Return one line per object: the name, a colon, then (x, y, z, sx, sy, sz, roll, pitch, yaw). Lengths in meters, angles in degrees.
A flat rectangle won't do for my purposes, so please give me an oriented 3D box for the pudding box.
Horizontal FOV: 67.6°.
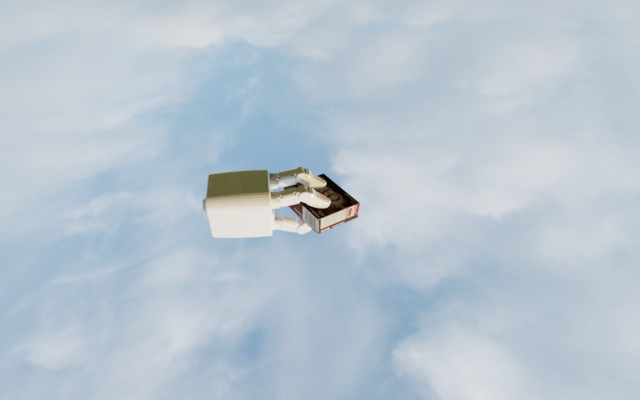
pudding box: (0.000, 0.003, 0.846, 0.090, 0.039, 0.113, -22, 45, -29)
